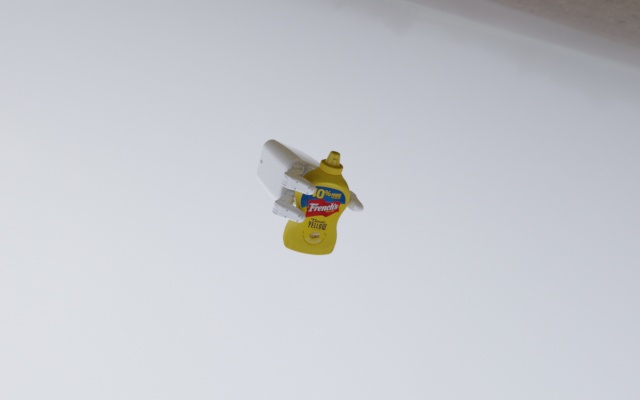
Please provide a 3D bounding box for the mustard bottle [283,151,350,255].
[{"bbox_3d":[0.000,0.003,0.843,0.096,0.192,0.058,11,24,-13],"label":"mustard bottle"}]
